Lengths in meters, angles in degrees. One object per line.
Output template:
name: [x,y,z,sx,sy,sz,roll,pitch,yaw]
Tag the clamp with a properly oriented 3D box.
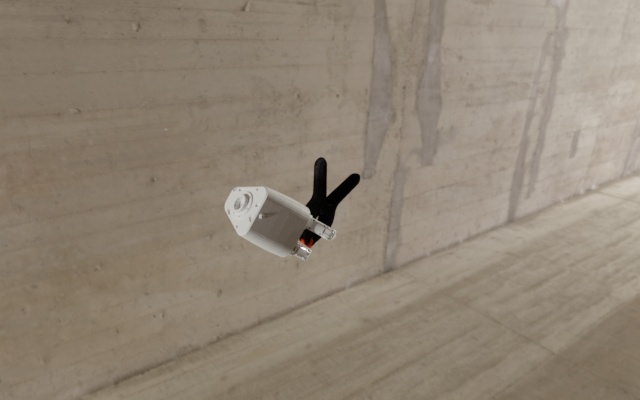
clamp: [0.000,0.003,0.891,0.120,0.171,0.039,32,-4,-41]
